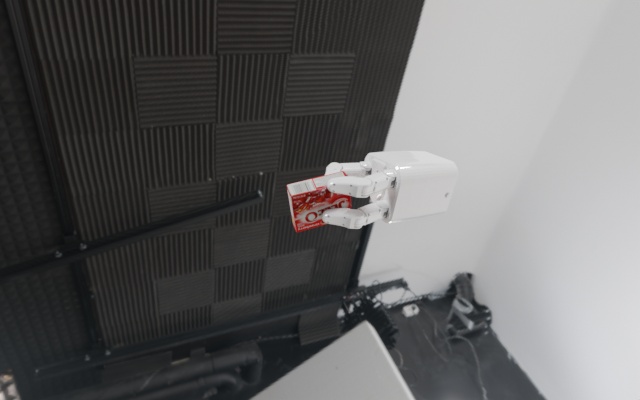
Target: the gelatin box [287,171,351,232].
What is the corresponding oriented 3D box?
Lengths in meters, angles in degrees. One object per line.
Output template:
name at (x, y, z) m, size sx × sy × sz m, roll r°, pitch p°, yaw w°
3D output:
gelatin box at (0.000, 0.002, 0.696) m, size 0.089 × 0.073 × 0.030 m, roll -14°, pitch 43°, yaw -10°
